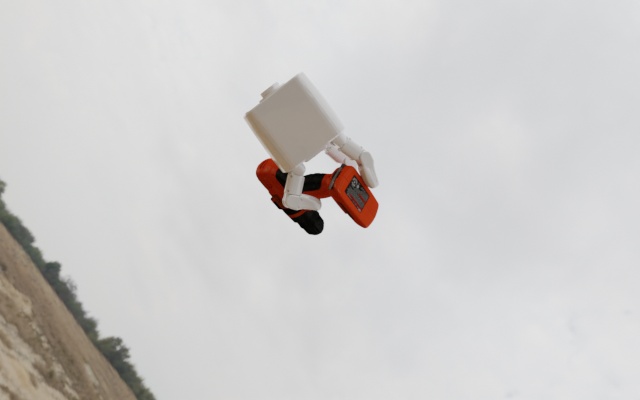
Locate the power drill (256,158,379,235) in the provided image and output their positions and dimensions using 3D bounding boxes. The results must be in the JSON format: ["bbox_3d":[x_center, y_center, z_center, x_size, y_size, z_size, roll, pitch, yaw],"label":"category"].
[{"bbox_3d":[0.000,0.002,0.796,0.187,0.057,0.184,2,-37,42],"label":"power drill"}]
